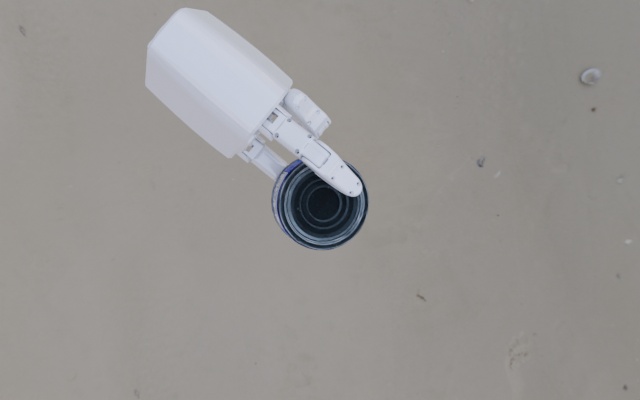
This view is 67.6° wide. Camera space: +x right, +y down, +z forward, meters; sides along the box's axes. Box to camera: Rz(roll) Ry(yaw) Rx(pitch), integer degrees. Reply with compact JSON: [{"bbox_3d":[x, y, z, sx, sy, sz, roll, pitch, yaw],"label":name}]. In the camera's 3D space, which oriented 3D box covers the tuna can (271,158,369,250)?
[{"bbox_3d":[0.000,0.002,0.435,0.086,0.086,0.033,0,6,-15],"label":"tuna can"}]
